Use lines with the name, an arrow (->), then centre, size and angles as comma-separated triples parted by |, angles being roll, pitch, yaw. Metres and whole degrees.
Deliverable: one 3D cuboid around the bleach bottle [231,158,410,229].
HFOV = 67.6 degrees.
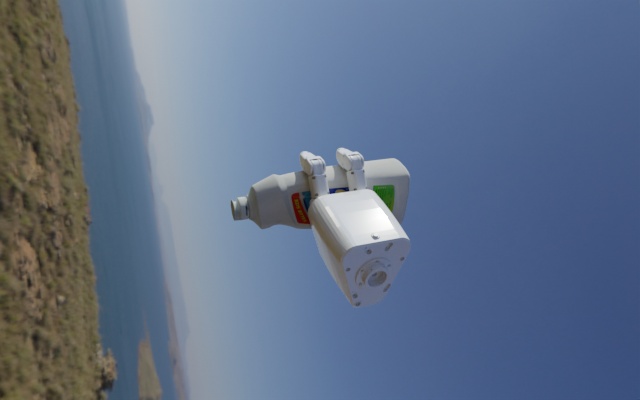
bleach bottle -> 0.000, 0.002, 0.680 | 0.251, 0.103, 0.068 | -9, 36, -19
